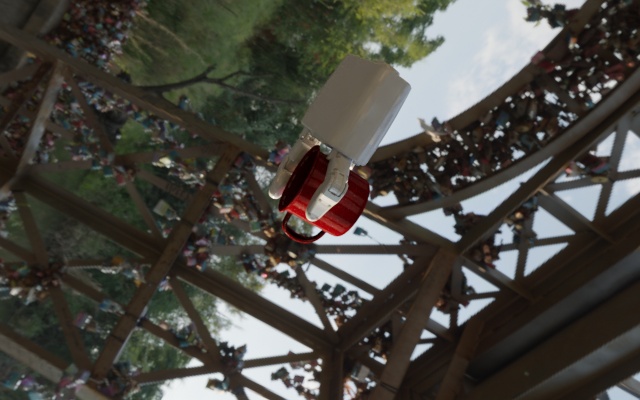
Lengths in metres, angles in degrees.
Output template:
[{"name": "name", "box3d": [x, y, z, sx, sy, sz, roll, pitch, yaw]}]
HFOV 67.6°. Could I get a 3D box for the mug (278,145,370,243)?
[{"name": "mug", "box3d": [0.000, 0.003, 0.586, 0.081, 0.117, 0.093, 30, 11, -15]}]
